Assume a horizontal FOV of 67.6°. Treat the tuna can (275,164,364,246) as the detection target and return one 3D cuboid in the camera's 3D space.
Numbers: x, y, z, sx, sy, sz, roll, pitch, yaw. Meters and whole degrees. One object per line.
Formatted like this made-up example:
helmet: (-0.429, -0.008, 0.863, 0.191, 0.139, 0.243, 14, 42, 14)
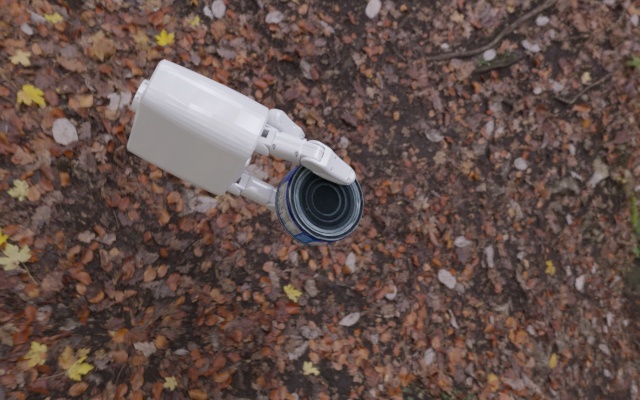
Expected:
tuna can: (0.000, 0.001, 0.479, 0.086, 0.086, 0.034, 0, -12, -27)
